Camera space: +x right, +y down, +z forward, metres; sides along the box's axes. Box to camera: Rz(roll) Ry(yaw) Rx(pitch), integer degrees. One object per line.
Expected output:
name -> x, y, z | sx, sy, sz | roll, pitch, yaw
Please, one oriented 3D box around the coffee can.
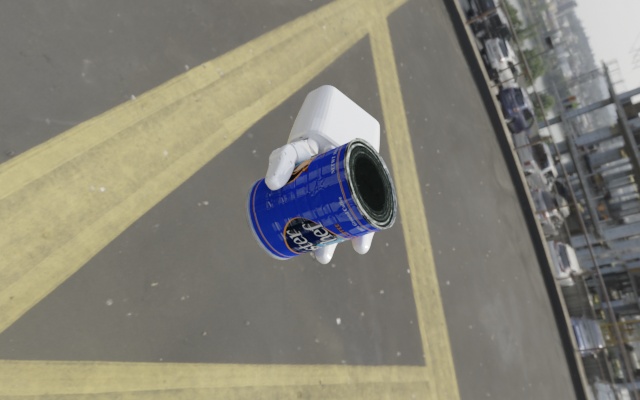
coffee can -> 0.000, 0.002, 0.542 | 0.140, 0.103, 0.103 | -20, -11, 32
